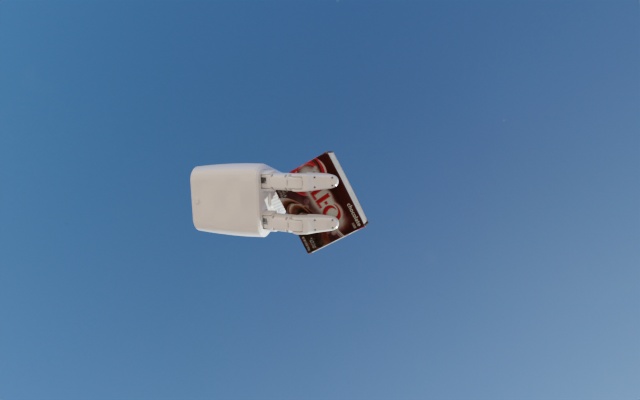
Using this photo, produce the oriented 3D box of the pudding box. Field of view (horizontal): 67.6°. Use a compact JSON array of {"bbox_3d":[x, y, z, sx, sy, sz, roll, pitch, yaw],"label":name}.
[{"bbox_3d":[0.000,0.002,0.645,0.090,0.113,0.039,-28,0,19],"label":"pudding box"}]
